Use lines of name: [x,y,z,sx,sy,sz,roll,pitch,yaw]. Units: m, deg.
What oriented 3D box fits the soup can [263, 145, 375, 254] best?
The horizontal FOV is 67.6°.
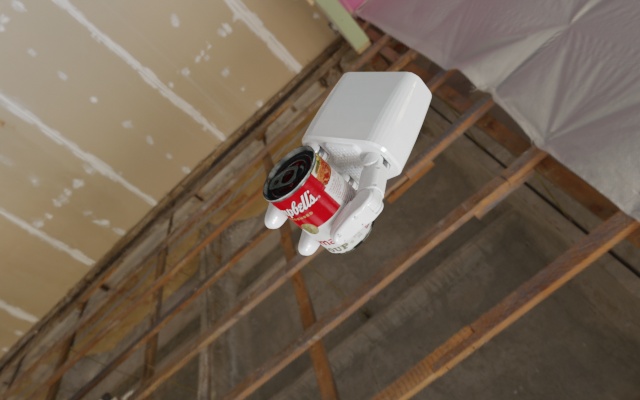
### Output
soup can: [0.000,0.002,0.490,0.068,0.068,0.102,0,-35,50]
